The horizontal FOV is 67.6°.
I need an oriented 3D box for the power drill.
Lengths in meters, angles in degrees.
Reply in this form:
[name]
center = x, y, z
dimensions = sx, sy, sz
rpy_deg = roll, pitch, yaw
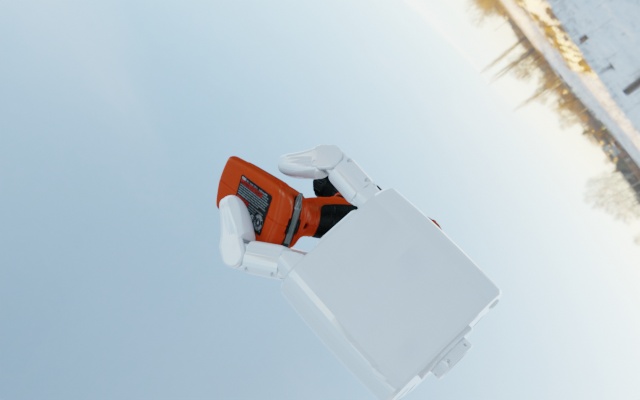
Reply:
[power drill]
center = 0.000, 0.002, 0.463
dimensions = 0.187, 0.057, 0.184
rpy_deg = 5, 17, -40
